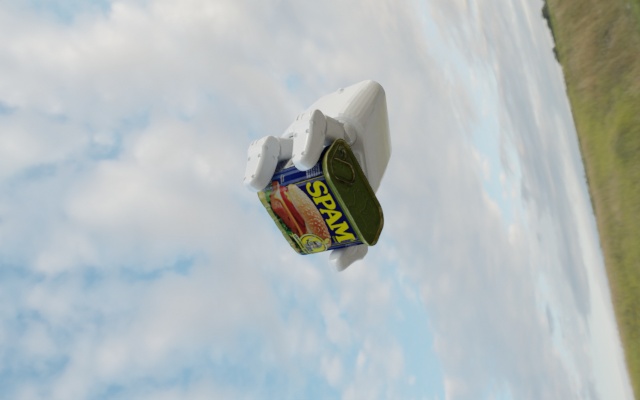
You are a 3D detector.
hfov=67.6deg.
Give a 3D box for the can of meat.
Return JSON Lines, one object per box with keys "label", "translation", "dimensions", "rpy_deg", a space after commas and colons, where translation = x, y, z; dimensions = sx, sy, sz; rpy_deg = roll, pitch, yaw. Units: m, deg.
{"label": "can of meat", "translation": [0.000, 0.002, 0.458], "dimensions": [0.084, 0.102, 0.057], "rpy_deg": [-15, 28, 32]}
